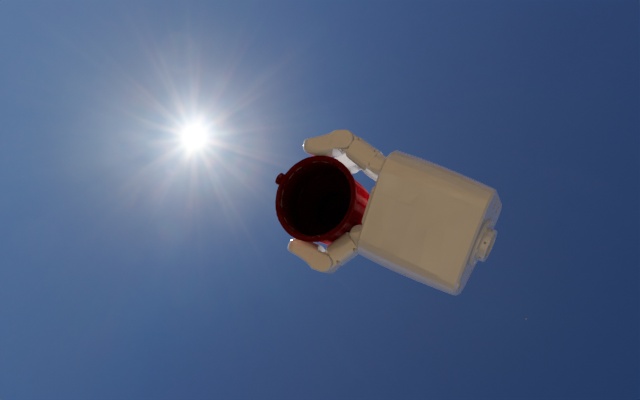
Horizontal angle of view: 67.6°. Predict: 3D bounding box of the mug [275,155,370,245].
[{"bbox_3d":[-0.001,0.001,0.537,0.117,0.093,0.081,26,-2,28],"label":"mug"}]
